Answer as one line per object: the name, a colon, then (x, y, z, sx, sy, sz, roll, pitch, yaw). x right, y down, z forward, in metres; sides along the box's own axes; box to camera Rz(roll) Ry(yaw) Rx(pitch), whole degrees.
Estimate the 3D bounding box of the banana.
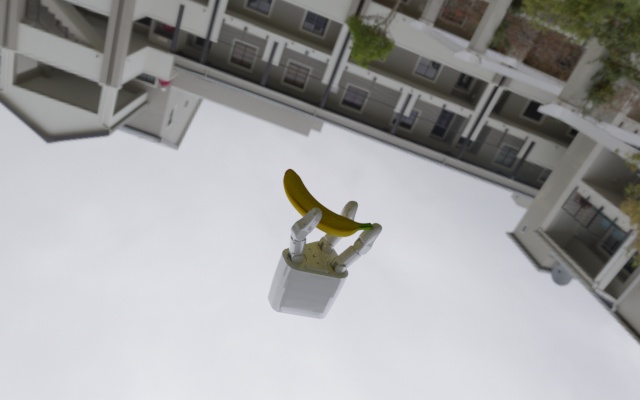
banana: (-0.009, 0.008, 0.804, 0.197, 0.037, 0.069, 37, 33, 27)
